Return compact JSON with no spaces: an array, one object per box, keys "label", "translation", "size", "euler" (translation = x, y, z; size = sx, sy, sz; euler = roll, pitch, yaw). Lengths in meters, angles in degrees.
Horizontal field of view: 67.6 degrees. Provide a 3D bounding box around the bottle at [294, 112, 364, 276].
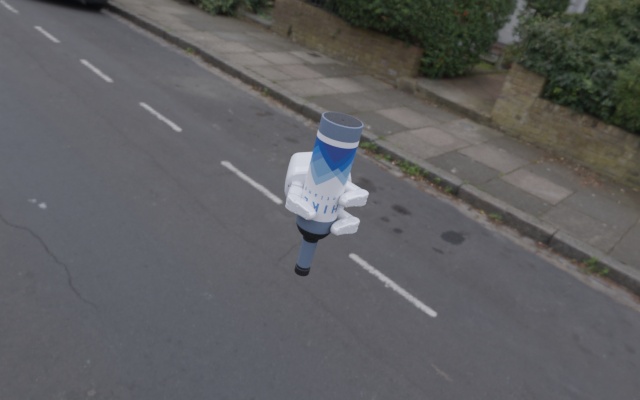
[{"label":"bottle","translation":[0.000,0.002,0.799],"size":[0.069,0.296,0.069],"euler":[12,27,-6]}]
